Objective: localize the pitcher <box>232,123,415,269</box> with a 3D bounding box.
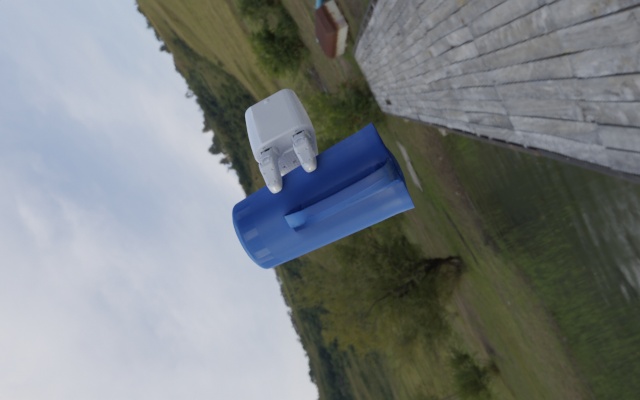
[{"bbox_3d":[0.000,0.002,0.674,0.243,0.145,0.149,-27,-39,7],"label":"pitcher"}]
